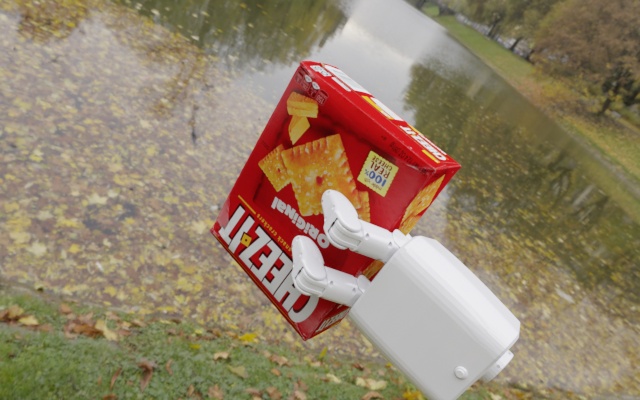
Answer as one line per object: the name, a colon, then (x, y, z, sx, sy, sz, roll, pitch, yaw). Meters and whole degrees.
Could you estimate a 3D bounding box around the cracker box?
cracker box: (0.000, 0.001, 0.462, 0.164, 0.214, 0.072, 44, 27, 22)
